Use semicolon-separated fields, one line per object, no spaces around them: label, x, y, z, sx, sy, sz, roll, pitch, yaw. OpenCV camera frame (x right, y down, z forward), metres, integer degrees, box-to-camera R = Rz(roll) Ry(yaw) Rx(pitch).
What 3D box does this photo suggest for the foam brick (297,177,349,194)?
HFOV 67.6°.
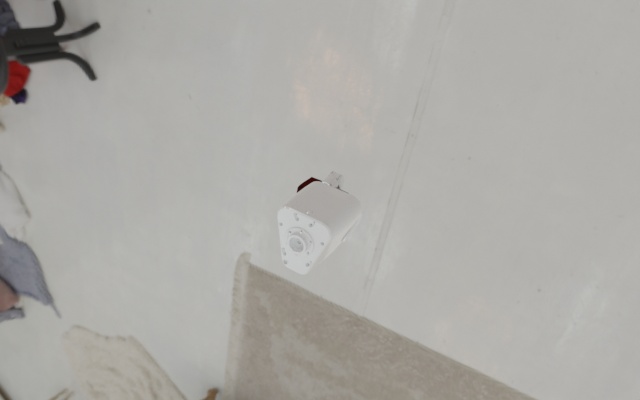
foam brick;0.000;0.003;0.822;0.078;0.053;0.051;24;32;19
